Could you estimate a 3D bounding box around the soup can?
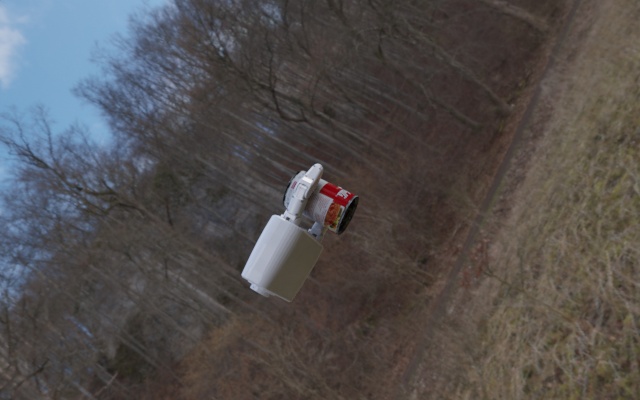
[{"bbox_3d":[0.000,0.002,0.757,0.102,0.068,0.068,26,7,16],"label":"soup can"}]
